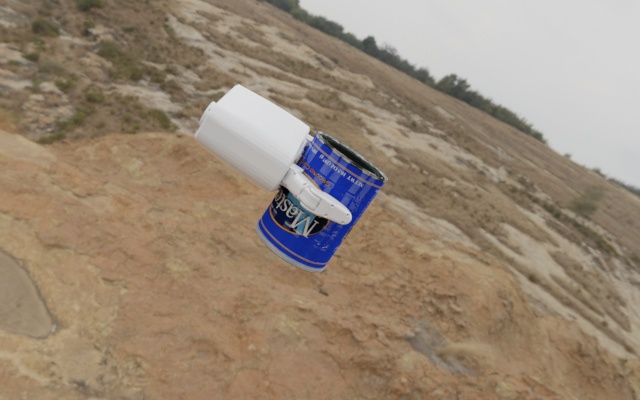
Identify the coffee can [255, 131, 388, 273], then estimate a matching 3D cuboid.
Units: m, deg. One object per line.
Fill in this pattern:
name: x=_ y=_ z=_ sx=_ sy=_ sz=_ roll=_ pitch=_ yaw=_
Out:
coffee can: x=0.000 y=0.002 z=0.584 sx=0.103 sy=0.140 sz=0.102 roll=32 pitch=14 yaw=-9
